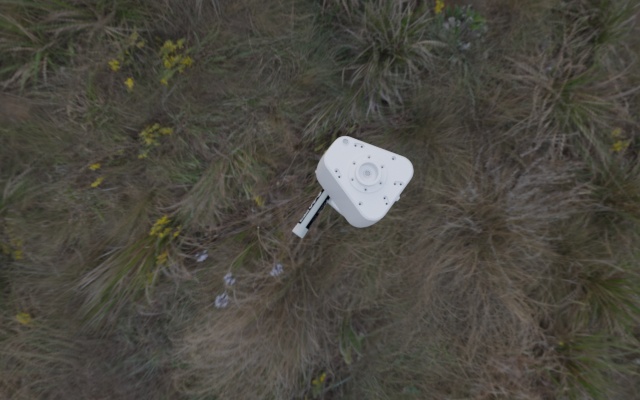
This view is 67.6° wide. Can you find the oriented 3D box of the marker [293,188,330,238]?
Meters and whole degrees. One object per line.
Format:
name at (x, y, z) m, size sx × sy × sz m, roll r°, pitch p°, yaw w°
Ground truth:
marker at (0.000, 0.002, 0.719) m, size 0.020 × 0.121 × 0.020 m, roll 35°, pitch -7°, yaw 5°
